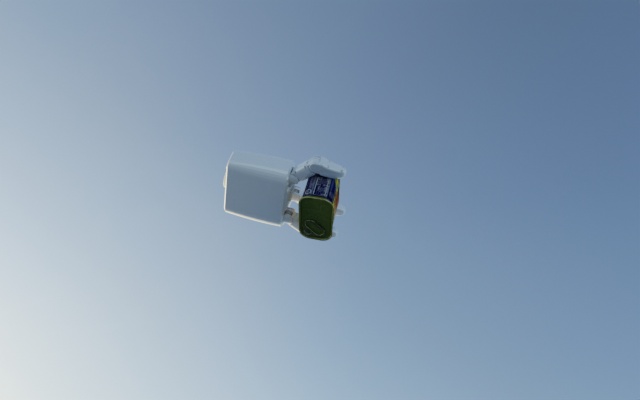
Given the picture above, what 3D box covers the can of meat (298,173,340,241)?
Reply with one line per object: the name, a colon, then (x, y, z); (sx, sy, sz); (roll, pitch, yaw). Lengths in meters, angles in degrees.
can of meat: (0.000, 0.002, 0.802); (0.057, 0.084, 0.102); (9, -43, 7)
